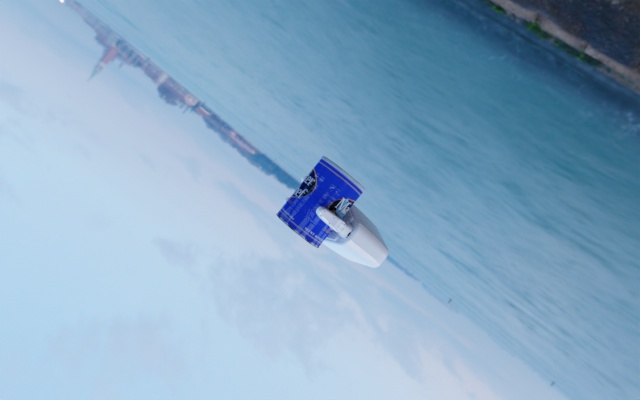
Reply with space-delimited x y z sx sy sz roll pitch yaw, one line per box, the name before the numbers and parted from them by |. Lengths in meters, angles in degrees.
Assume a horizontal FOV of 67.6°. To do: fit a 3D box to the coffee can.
coffee can | 0.000 0.003 0.891 0.103 0.140 0.103 39 0 0
